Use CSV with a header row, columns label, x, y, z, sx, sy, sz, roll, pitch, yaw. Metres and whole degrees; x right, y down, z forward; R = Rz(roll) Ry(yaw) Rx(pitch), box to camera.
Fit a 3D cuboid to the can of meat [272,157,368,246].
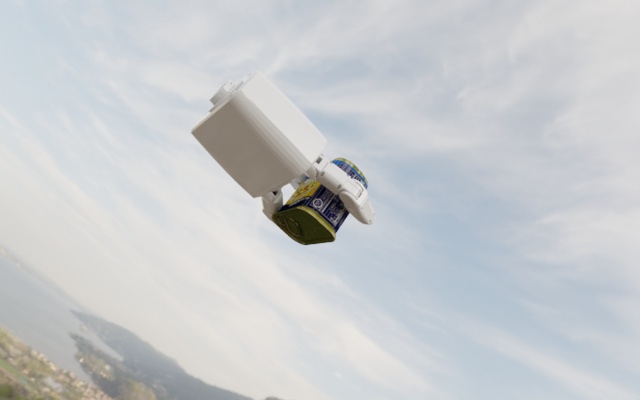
label,x,y,z,sx,sy,sz,roll,pitch,yaw
can of meat,0.000,0.002,0.568,0.057,0.084,0.102,43,-25,-16
